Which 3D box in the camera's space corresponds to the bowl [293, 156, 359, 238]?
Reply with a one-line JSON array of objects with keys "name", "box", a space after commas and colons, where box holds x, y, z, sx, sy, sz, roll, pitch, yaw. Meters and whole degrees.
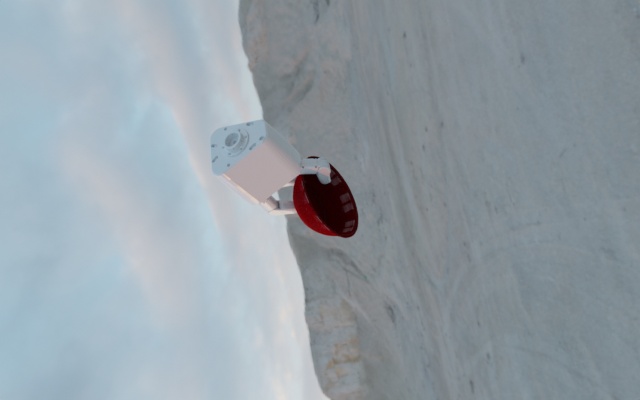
[{"name": "bowl", "box": [0.001, 0.004, 0.866, 0.055, 0.162, 0.162, -29, -16, 30]}]
